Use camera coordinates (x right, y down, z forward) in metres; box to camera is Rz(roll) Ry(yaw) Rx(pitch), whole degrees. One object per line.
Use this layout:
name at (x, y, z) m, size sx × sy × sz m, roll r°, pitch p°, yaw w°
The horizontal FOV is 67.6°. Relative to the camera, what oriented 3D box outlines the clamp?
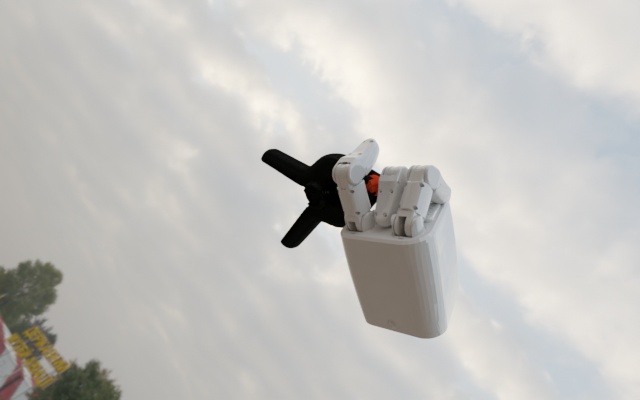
clamp at (0.001, 0.001, 0.525) m, size 0.039 × 0.120 × 0.171 m, roll -24°, pitch 20°, yaw -39°
